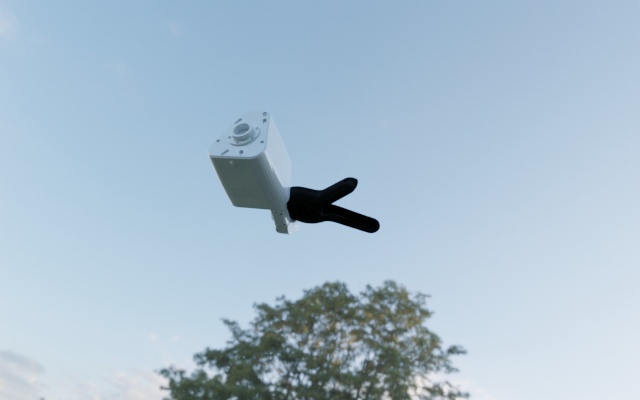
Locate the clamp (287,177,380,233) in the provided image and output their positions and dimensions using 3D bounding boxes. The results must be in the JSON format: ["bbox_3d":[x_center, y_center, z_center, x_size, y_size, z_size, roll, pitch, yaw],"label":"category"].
[{"bbox_3d":[0.000,0.002,0.727,0.171,0.039,0.120,4,-41,20],"label":"clamp"}]
